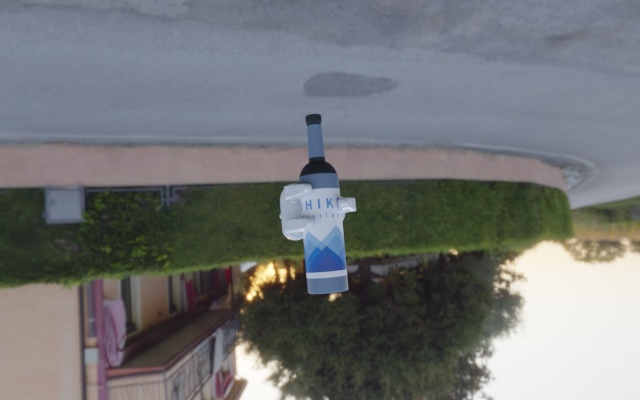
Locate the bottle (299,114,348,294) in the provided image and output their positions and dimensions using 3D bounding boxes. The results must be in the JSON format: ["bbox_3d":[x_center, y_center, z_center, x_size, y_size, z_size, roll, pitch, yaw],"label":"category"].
[{"bbox_3d":[0.000,0.003,0.795,0.069,0.295,0.069,-5,-5,0],"label":"bottle"}]
